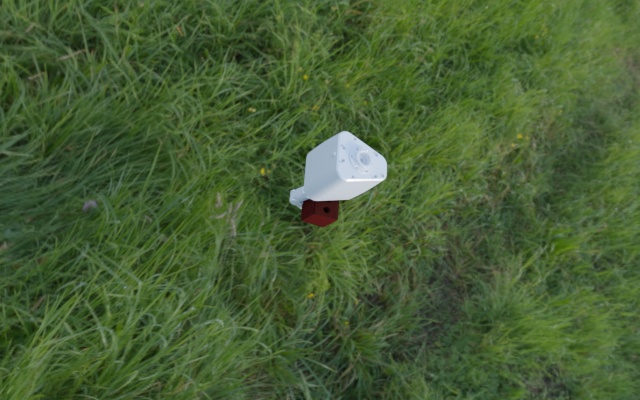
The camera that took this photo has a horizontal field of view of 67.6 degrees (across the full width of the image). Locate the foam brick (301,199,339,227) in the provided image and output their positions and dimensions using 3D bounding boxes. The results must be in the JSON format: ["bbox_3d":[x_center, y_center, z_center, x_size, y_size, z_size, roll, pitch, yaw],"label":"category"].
[{"bbox_3d":[0.000,0.003,0.900,0.053,0.078,0.051,16,-24,-28],"label":"foam brick"}]
